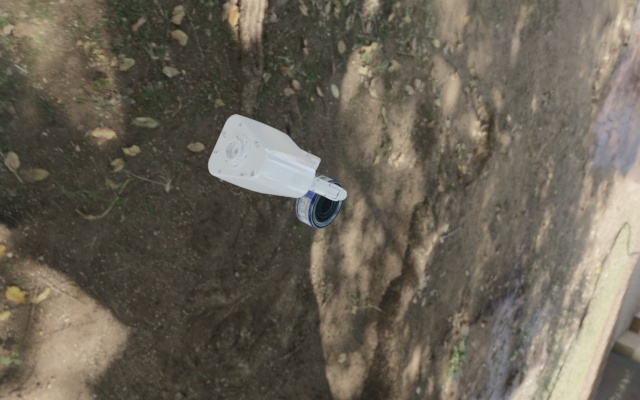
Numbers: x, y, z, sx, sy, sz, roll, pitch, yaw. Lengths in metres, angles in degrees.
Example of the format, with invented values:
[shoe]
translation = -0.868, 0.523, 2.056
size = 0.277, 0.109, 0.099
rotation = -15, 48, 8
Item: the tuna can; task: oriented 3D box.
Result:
[tuna can]
translation = 0.001, 0.003, 0.784
size = 0.033, 0.086, 0.086
rotation = 25, 15, 34
